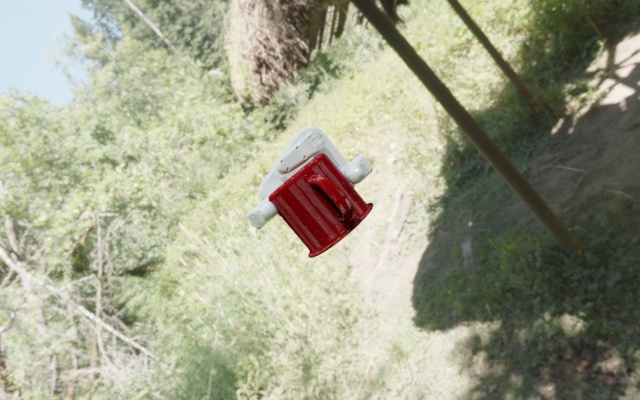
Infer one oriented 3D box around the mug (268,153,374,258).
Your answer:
[{"bbox_3d":[0.000,0.001,0.512,0.093,0.081,0.117,-41,6,-14],"label":"mug"}]
